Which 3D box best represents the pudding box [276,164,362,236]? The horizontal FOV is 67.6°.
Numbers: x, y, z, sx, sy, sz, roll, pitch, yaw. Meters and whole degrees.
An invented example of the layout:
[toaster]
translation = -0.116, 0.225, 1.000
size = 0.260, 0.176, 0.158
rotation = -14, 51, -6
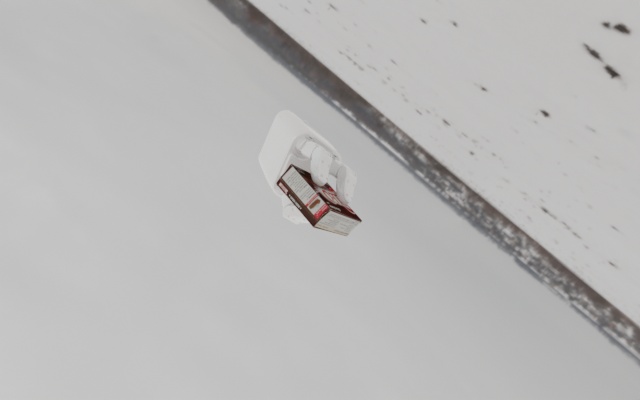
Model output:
[pudding box]
translation = 0.000, 0.002, 0.664
size = 0.090, 0.039, 0.113
rotation = 47, 14, 25
